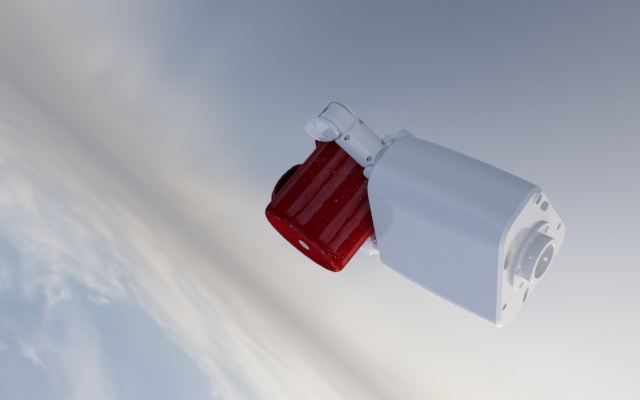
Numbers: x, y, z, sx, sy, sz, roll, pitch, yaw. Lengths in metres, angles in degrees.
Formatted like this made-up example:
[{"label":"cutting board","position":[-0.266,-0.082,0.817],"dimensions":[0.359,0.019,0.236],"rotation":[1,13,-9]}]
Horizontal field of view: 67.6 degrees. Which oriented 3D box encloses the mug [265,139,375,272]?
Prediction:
[{"label":"mug","position":[-0.001,0.001,0.409],"dimensions":[0.117,0.081,0.093],"rotation":[27,-19,42]}]
